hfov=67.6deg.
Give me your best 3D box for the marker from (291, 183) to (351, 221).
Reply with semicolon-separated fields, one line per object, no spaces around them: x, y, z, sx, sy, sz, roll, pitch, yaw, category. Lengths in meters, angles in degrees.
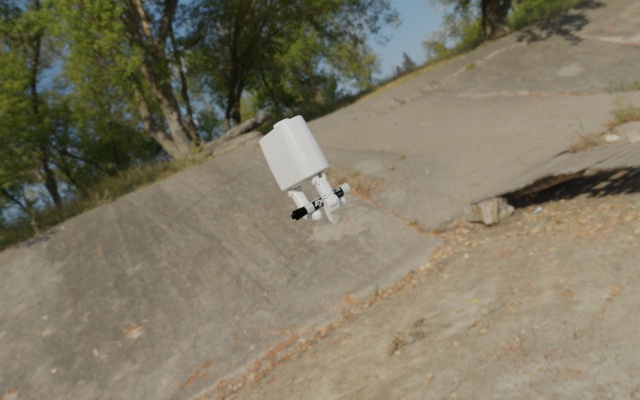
0.000;0.003;0.852;0.121;0.020;0.020;-28;11;-21;marker
